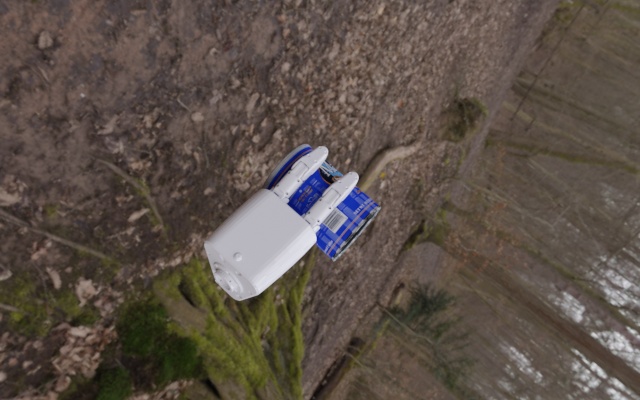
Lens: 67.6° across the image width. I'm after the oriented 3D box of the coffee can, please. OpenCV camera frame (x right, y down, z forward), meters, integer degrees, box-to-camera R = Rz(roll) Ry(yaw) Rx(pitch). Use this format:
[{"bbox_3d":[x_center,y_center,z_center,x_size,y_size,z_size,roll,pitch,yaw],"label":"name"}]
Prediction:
[{"bbox_3d":[0.000,0.002,0.683,0.140,0.103,0.103,41,8,10],"label":"coffee can"}]
